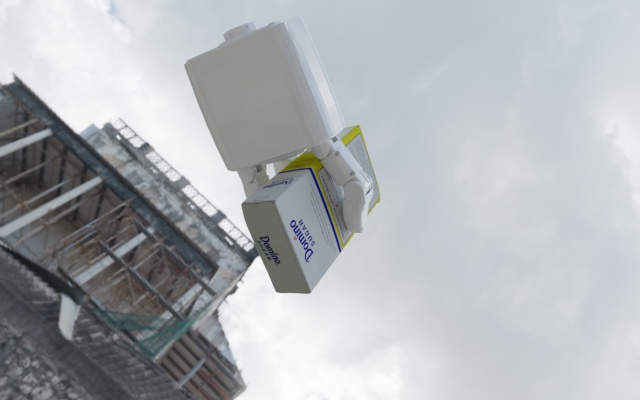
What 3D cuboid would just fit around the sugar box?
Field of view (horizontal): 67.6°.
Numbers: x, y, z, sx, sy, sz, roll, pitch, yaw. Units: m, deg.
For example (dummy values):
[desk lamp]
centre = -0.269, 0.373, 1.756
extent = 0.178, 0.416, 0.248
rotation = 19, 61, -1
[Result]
[sugar box]
centre = 0.000, 0.001, 0.465
extent = 0.048, 0.093, 0.176
rotation = -5, 24, 35
